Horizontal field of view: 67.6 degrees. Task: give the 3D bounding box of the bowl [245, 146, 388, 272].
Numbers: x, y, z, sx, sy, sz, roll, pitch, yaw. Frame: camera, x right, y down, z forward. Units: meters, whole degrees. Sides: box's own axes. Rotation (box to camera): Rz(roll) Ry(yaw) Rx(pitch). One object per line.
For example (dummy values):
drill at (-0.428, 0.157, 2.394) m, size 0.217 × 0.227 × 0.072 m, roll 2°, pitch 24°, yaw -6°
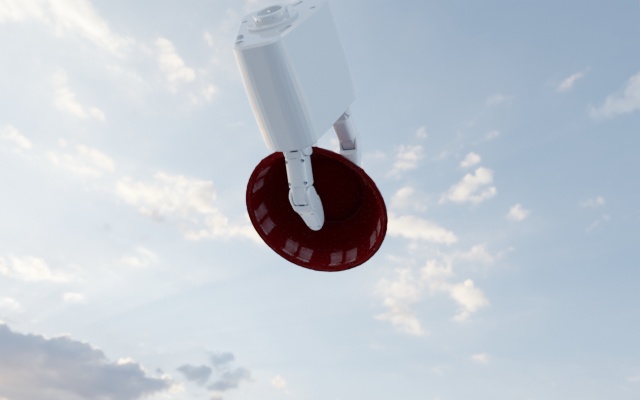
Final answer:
bowl at (0.000, 0.003, 0.539) m, size 0.162 × 0.162 × 0.055 m, roll 0°, pitch 31°, yaw 19°
